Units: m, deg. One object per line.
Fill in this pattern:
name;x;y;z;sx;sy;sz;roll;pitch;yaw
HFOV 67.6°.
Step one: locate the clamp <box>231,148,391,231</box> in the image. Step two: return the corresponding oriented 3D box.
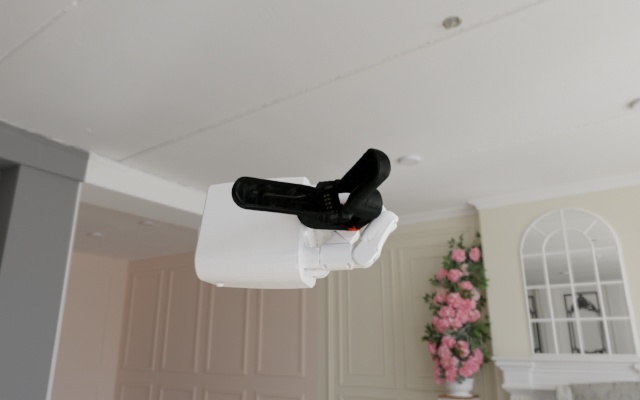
clamp;0.000;0.001;0.413;0.120;0.039;0.171;-3;-17;7
